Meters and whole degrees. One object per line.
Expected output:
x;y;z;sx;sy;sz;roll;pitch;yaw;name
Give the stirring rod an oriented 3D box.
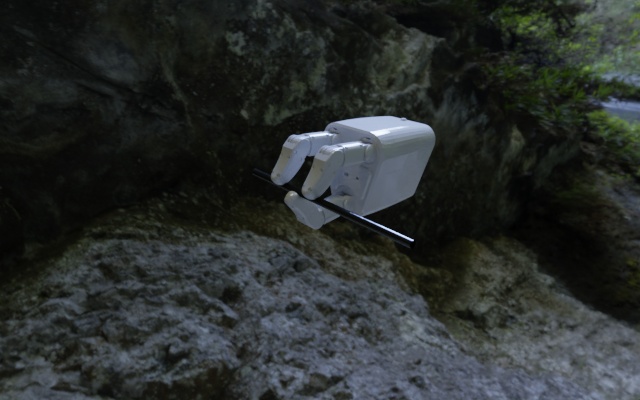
0.000;0.002;0.494;0.011;0.011;0.239;0;18;-44;stirring rod
